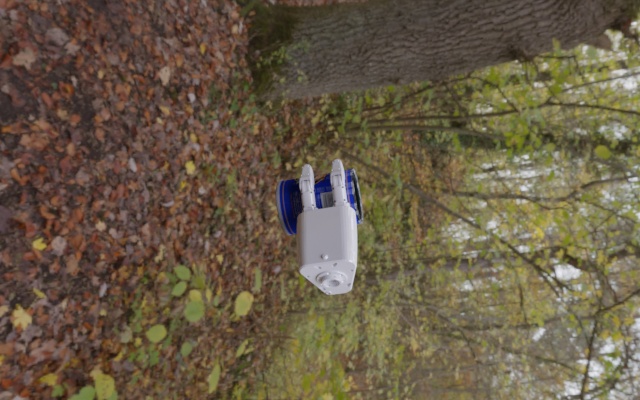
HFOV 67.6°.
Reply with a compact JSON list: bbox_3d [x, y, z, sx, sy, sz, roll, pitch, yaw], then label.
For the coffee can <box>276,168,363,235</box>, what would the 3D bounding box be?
[{"bbox_3d":[0.000,0.003,0.873,0.140,0.103,0.103,-9,-2,10],"label":"coffee can"}]
